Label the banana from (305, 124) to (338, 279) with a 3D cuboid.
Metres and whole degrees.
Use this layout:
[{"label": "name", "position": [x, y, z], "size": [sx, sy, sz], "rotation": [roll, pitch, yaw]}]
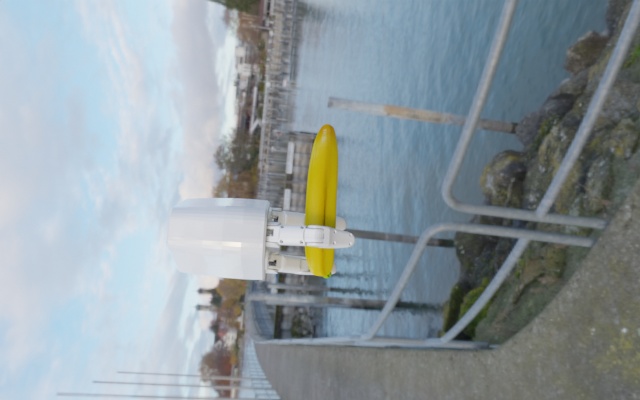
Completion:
[{"label": "banana", "position": [0.000, 0.009, 0.572], "size": [0.037, 0.198, 0.069], "rotation": [2, 11, -2]}]
